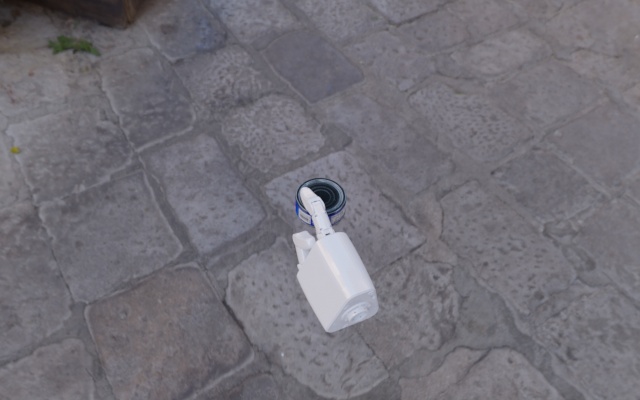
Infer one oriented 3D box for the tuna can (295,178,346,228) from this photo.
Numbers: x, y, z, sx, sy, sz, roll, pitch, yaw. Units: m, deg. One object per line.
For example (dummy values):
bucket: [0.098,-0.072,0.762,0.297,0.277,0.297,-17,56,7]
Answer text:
tuna can: [0.000,0.002,0.791,0.086,0.086,0.034,0,-41,-3]
